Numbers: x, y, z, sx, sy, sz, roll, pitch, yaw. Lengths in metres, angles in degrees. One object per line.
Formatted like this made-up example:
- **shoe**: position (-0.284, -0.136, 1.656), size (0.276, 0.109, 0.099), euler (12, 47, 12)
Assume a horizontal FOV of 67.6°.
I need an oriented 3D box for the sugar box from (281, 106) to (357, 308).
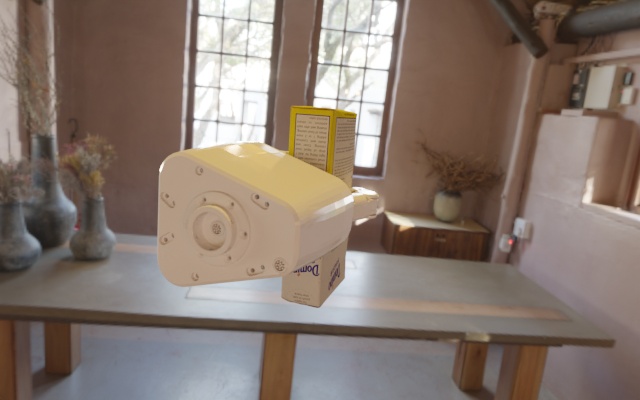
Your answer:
- **sugar box**: position (0.000, 0.001, 0.455), size (0.048, 0.176, 0.093), euler (9, 11, 16)
